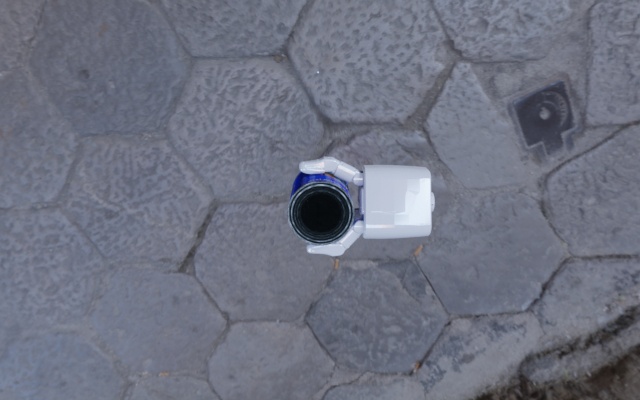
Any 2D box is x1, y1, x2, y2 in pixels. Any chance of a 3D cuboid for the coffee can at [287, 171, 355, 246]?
[{"bbox_3d":[0.000,0.002,0.785,0.103,0.103,0.140,0,15,0],"label":"coffee can"}]
